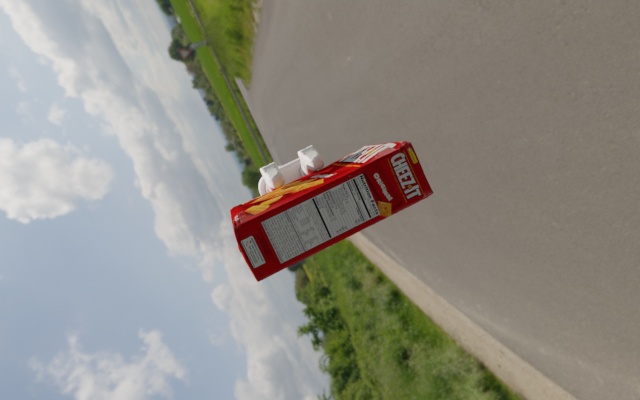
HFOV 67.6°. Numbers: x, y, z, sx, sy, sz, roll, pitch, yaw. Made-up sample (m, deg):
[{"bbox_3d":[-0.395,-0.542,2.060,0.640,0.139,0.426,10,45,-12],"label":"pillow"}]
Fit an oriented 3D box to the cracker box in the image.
[{"bbox_3d":[0.000,0.002,0.574,0.213,0.072,0.164,-26,10,-7],"label":"cracker box"}]
